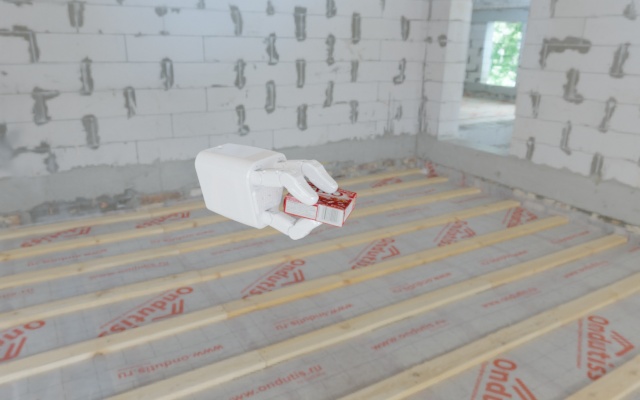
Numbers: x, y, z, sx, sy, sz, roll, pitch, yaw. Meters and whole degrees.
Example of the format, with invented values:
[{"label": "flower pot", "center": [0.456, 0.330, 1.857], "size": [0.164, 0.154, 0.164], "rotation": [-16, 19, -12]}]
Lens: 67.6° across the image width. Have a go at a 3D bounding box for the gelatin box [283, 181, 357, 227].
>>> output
[{"label": "gelatin box", "center": [0.000, 0.003, 0.684], "size": [0.089, 0.030, 0.073], "rotation": [14, 23, 13]}]
